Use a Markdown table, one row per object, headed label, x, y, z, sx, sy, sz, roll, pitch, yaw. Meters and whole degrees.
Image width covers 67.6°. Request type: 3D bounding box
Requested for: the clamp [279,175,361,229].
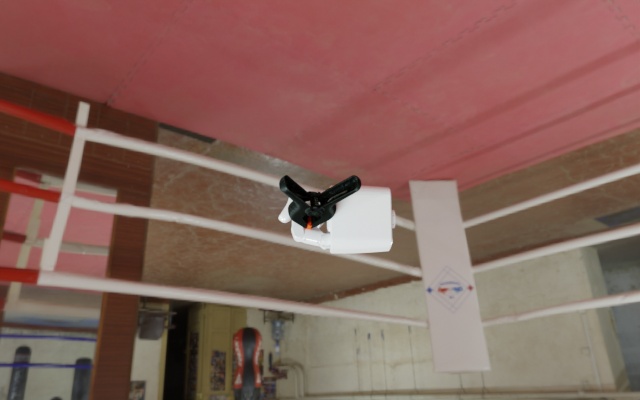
| label | x | y | z | sx | sy | sz | roll | pitch | yaw |
| --- | --- | --- | --- | --- | --- | --- | --- | --- | --- |
| clamp | 0.000 | 0.003 | 0.756 | 0.120 | 0.039 | 0.171 | 1 | -22 | 0 |
